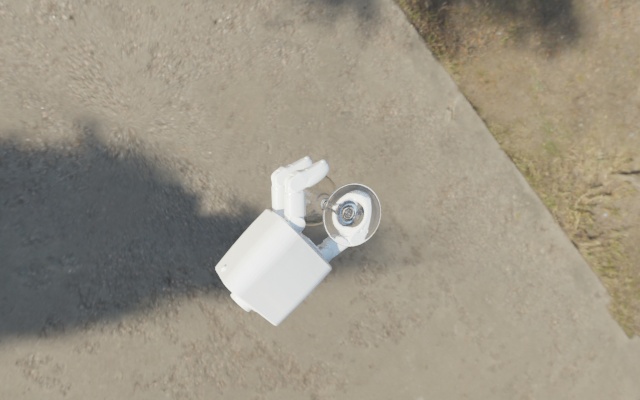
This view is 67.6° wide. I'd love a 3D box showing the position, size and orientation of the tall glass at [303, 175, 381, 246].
[{"bbox_3d":[0.000,0.002,0.639,0.079,0.079,0.201,0,9,-22],"label":"tall glass"}]
